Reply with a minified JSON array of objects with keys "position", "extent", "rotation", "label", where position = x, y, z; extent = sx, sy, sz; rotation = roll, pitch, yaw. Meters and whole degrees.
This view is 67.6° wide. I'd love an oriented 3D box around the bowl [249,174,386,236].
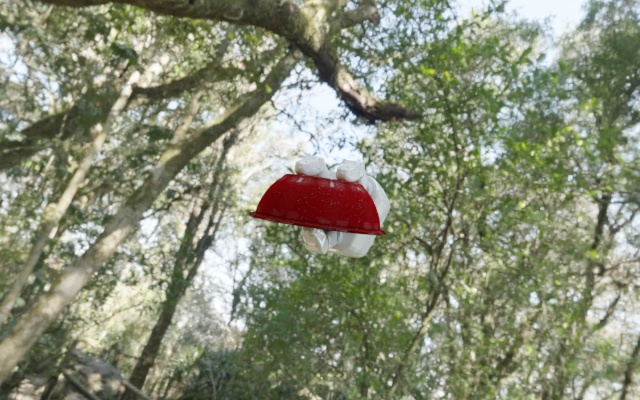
[{"position":[0.000,0.001,0.558],"extent":[0.162,0.055,0.162],"rotation":[8,1,0],"label":"bowl"}]
